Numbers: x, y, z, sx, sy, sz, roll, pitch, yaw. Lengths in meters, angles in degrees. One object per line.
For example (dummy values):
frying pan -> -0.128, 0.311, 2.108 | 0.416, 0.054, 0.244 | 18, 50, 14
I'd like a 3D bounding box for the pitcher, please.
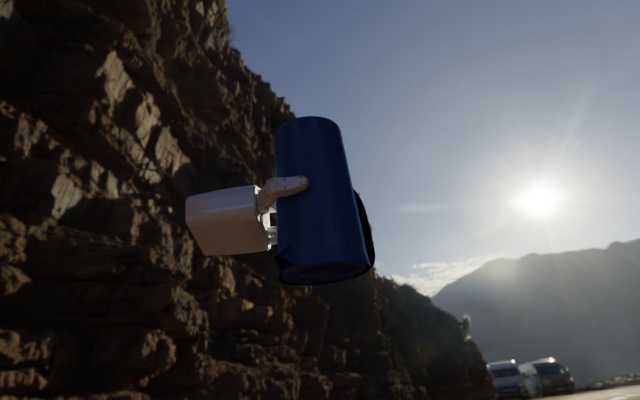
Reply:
pitcher -> 0.000, 0.002, 0.727 | 0.145, 0.242, 0.149 | -8, -22, 3
